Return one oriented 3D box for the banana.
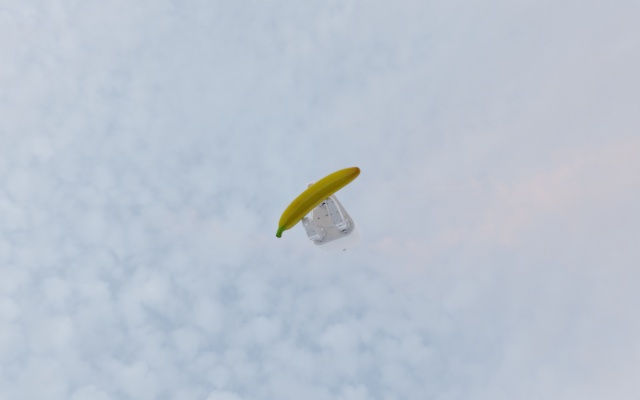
[{"bbox_3d":[-0.010,-0.002,0.902,0.198,0.037,0.069,-41,32,-3],"label":"banana"}]
